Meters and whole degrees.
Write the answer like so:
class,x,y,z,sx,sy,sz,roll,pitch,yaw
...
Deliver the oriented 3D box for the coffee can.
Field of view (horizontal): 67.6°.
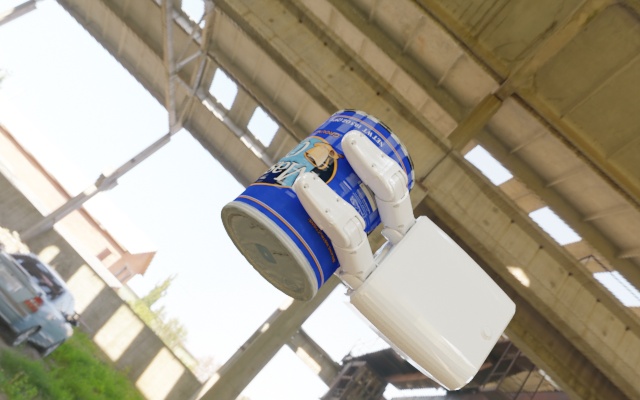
class,x,y,z,sx,sy,sz,roll,pitch,yaw
coffee can,0.000,0.001,0.414,0.140,0.103,0.103,-44,23,-27
